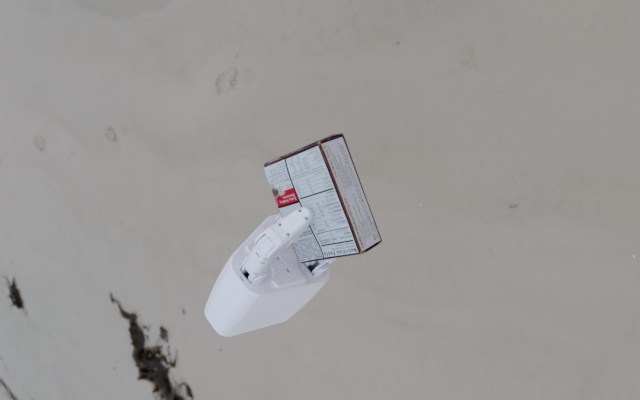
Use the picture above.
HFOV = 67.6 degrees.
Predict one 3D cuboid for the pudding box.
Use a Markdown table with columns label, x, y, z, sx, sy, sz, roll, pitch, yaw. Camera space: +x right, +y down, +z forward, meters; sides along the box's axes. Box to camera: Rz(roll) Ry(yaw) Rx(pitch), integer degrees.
| label | x | y | z | sx | sy | sz | roll | pitch | yaw |
| --- | --- | --- | --- | --- | --- | --- | --- | --- | --- |
| pudding box | 0.000 | 0.002 | 0.468 | 0.090 | 0.113 | 0.039 | -16 | 8 | 45 |
